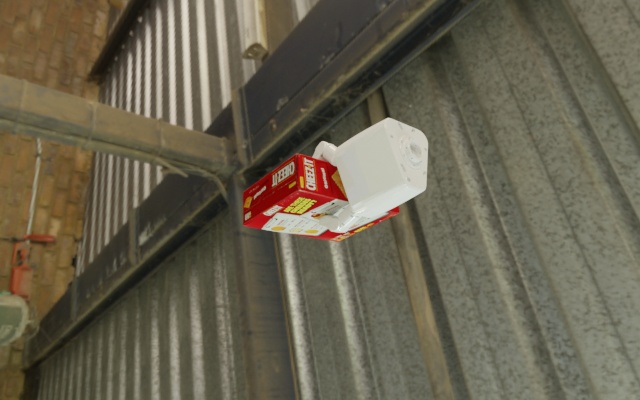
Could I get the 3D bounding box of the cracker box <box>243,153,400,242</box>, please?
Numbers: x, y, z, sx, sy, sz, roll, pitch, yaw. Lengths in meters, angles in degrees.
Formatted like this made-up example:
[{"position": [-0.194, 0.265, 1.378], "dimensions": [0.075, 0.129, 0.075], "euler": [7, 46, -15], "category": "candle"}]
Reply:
[{"position": [0.000, 0.003, 0.812], "dimensions": [0.214, 0.072, 0.164], "euler": [13, -30, -37], "category": "cracker box"}]
